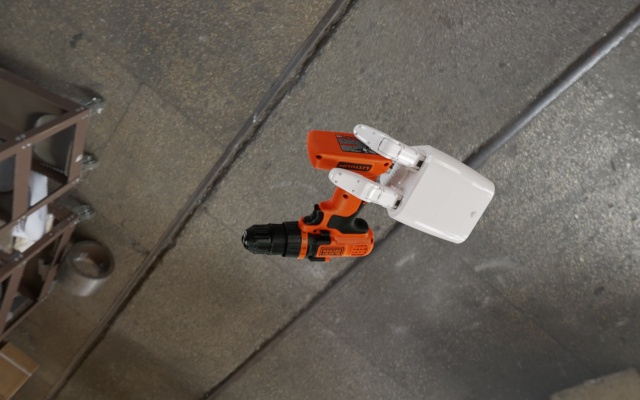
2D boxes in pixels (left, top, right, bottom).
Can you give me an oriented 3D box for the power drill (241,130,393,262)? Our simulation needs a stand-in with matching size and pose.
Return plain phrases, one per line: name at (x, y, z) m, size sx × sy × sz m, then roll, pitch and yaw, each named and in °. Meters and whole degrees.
power drill at (0.000, 0.002, 0.614) m, size 0.184 × 0.188 × 0.057 m, roll 1°, pitch 42°, yaw -20°
